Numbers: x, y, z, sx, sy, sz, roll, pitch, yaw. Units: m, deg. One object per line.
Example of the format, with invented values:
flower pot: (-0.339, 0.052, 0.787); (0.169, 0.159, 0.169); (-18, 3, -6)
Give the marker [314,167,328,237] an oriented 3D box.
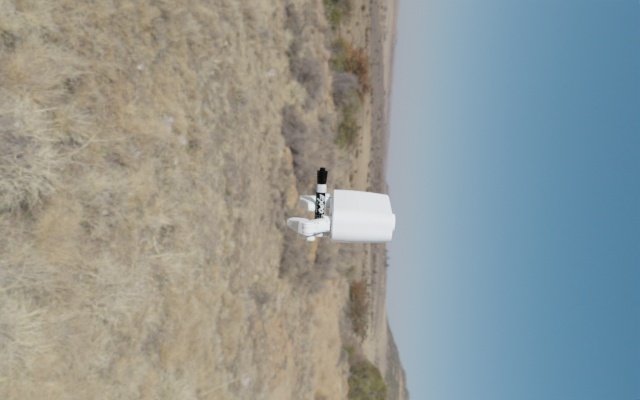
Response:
marker: (0.000, 0.003, 0.828); (0.020, 0.121, 0.020); (4, 12, -1)
